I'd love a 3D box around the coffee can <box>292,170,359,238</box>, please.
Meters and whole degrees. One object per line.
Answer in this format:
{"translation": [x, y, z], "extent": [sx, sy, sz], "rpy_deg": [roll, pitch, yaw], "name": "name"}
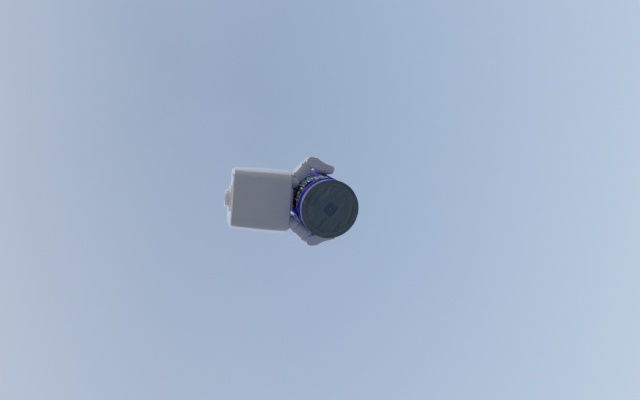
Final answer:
{"translation": [0.000, 0.003, 0.882], "extent": [0.103, 0.103, 0.140], "rpy_deg": [0, 10, -14], "name": "coffee can"}
